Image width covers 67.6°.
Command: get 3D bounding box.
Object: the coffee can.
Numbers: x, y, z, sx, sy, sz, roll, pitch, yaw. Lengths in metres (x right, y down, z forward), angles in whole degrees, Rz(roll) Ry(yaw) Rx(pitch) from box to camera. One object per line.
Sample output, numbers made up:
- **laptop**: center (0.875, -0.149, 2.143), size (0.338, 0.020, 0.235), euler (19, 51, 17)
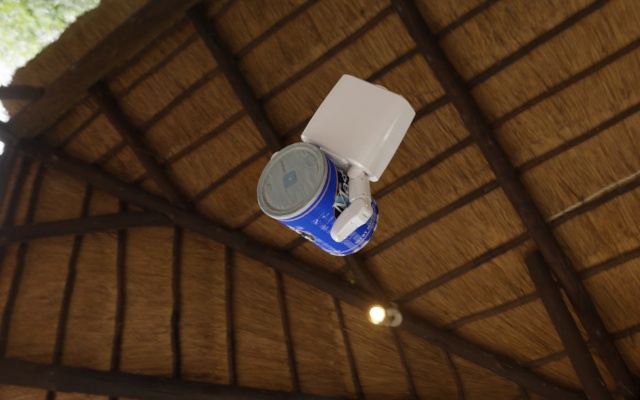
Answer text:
- **coffee can**: center (0.000, 0.002, 0.631), size (0.103, 0.102, 0.140), euler (0, -25, 37)
